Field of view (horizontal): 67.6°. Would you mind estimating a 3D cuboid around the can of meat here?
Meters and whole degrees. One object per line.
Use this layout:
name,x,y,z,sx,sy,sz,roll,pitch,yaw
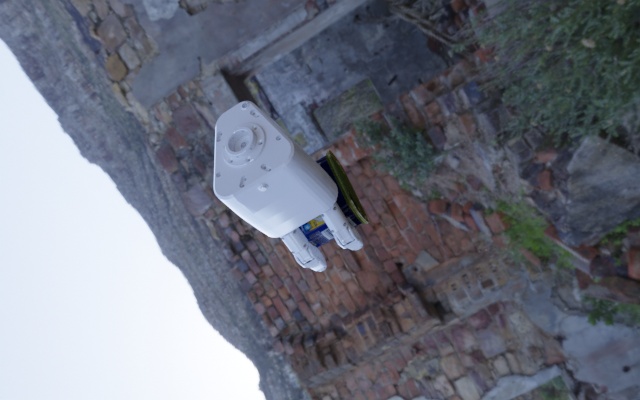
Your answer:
can of meat,0.000,0.002,0.602,0.084,0.102,0.057,-30,-29,10
